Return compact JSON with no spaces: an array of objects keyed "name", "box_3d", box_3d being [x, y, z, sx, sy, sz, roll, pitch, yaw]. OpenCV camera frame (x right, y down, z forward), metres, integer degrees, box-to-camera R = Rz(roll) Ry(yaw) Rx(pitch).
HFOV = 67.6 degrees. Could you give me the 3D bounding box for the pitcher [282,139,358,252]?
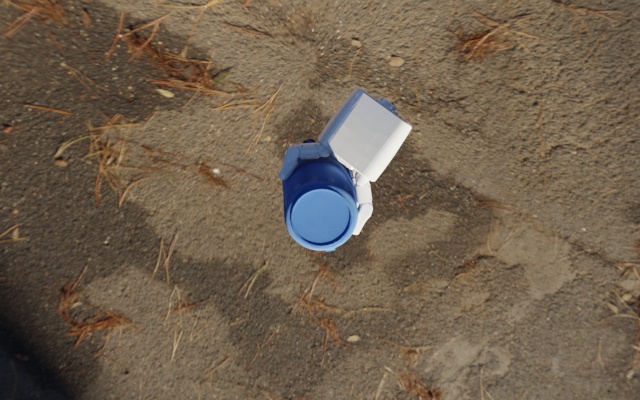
[{"name":"pitcher","box_3d":[0.000,0.002,0.803,0.149,0.145,0.242,34,12,-10]}]
